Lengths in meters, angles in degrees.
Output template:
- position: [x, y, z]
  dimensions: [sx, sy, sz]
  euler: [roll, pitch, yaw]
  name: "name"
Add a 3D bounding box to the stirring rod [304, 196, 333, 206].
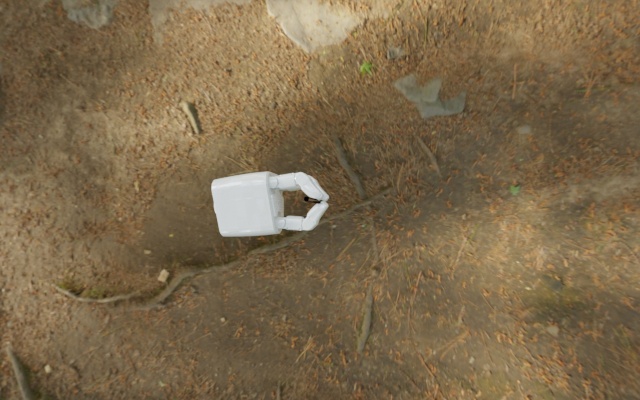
- position: [0.000, 0.003, 0.858]
  dimensions: [0.011, 0.011, 0.239]
  euler: [0, -2, 11]
  name: "stirring rod"
